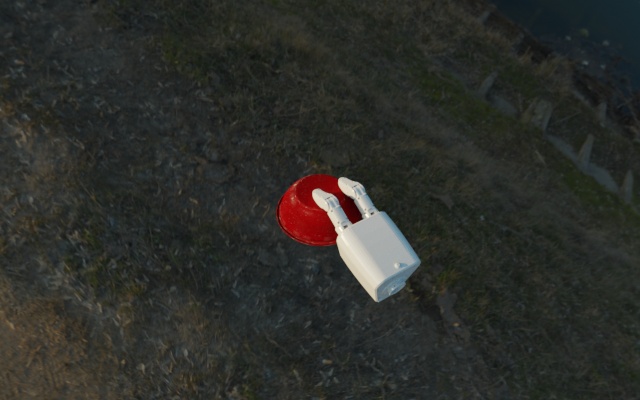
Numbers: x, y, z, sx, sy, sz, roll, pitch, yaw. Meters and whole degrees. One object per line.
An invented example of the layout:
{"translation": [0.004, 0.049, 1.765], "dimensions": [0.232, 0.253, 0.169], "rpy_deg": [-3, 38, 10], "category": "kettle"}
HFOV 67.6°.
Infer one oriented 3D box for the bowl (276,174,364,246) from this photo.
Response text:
{"translation": [-0.001, 0.002, 0.858], "dimensions": [0.162, 0.162, 0.055], "rpy_deg": [0, -44, -1], "category": "bowl"}
